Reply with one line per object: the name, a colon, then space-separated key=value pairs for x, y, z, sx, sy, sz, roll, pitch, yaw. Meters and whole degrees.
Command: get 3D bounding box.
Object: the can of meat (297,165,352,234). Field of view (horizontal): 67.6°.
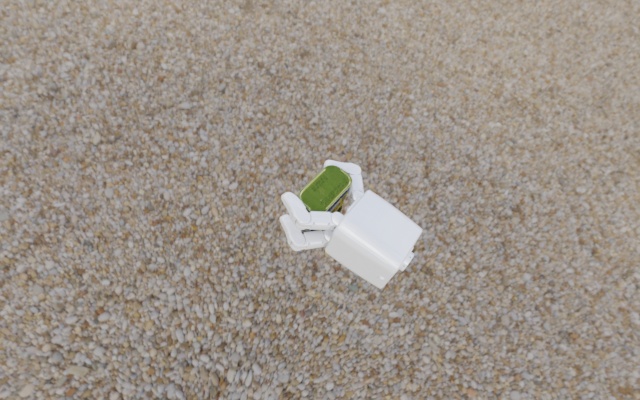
can of meat: x=0.000 y=0.002 z=0.755 sx=0.057 sy=0.102 sz=0.084 roll=38 pitch=-31 yaw=10
